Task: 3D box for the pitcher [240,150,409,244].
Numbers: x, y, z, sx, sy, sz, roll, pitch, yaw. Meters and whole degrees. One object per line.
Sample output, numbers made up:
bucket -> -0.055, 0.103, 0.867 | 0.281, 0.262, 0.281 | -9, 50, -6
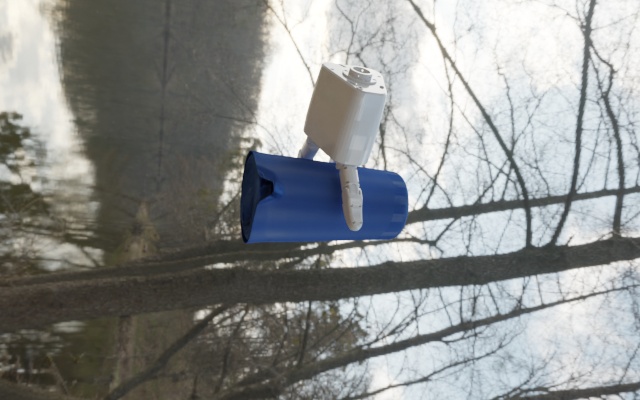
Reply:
pitcher -> 0.000, 0.002, 0.728 | 0.243, 0.145, 0.149 | 4, 34, -18
